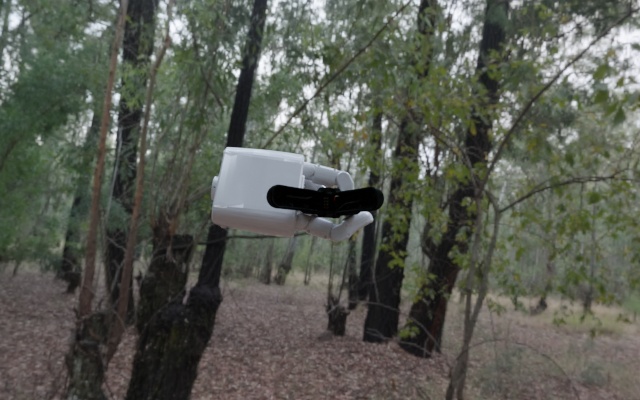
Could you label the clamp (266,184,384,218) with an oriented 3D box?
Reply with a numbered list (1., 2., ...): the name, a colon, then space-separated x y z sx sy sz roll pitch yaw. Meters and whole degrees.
1. clamp: 0.000 0.001 0.558 0.120 0.039 0.171 8 -7 -3
